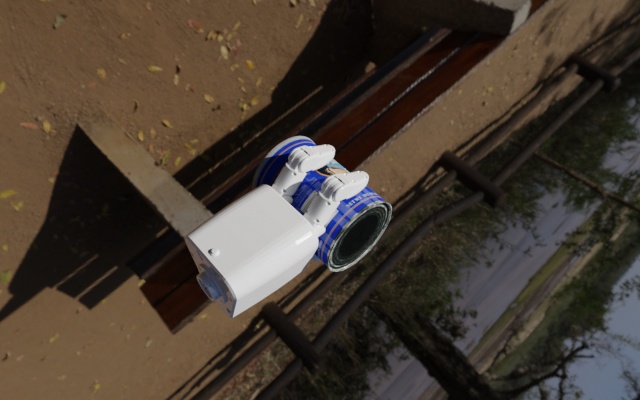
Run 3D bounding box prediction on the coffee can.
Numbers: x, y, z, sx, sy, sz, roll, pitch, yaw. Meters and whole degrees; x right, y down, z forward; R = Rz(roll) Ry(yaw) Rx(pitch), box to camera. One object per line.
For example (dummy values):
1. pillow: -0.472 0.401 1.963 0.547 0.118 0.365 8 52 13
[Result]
1. coffee can: 0.000 0.002 0.577 0.140 0.103 0.103 41 22 28
